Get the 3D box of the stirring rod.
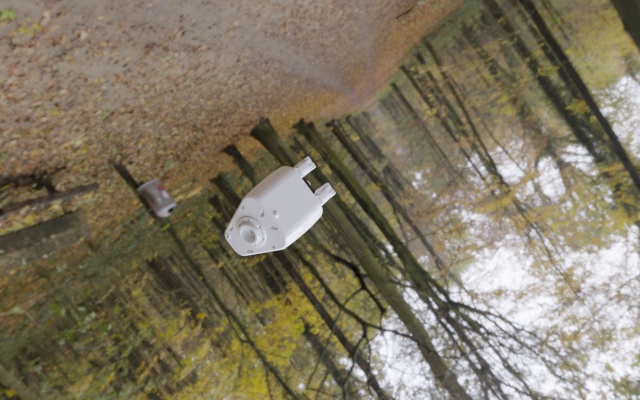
[{"bbox_3d":[0.000,0.003,0.831,0.011,0.239,0.011,-37,5,4],"label":"stirring rod"}]
